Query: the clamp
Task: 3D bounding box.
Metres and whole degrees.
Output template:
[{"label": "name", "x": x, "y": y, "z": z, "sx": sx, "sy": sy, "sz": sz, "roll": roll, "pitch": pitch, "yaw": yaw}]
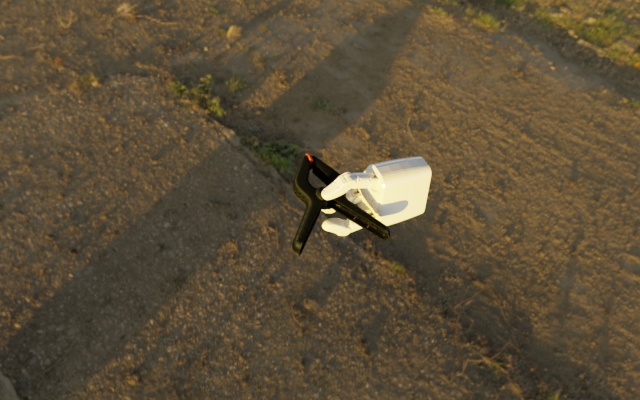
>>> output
[{"label": "clamp", "x": 0.000, "y": 0.002, "z": 0.803, "sx": 0.164, "sy": 0.210, "sz": 0.036, "roll": -13, "pitch": -38, "yaw": -24}]
